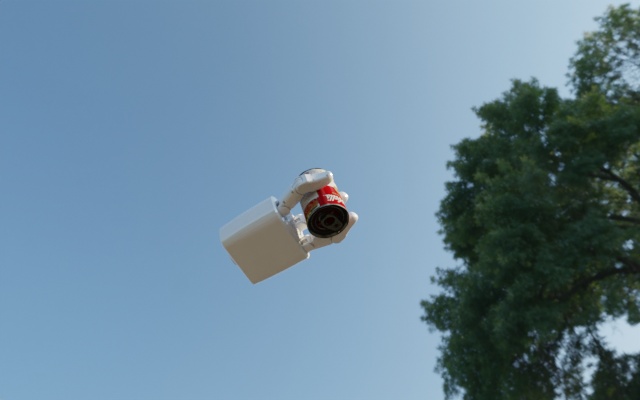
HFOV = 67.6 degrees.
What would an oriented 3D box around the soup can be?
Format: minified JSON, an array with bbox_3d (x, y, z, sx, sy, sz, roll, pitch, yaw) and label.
[{"bbox_3d":[0.000,0.002,0.770,0.068,0.068,0.102,0,37,-18],"label":"soup can"}]
